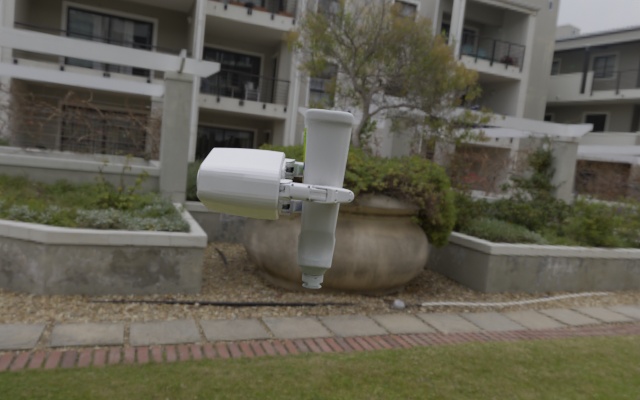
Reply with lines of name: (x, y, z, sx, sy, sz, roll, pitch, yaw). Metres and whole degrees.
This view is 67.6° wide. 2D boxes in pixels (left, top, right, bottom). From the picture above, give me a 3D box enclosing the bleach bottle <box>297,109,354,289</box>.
bleach bottle: (0.000, 0.002, 0.681, 0.068, 0.251, 0.102, 6, 5, -1)
